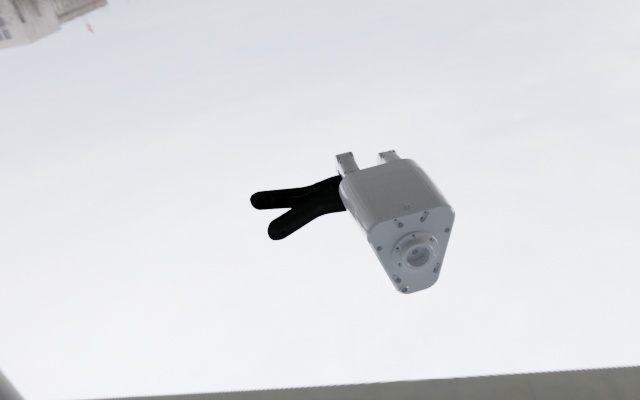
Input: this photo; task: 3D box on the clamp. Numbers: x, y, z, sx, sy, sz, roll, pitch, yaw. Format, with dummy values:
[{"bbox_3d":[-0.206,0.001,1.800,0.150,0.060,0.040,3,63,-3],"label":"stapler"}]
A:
[{"bbox_3d":[0.000,0.002,0.583,0.171,0.039,0.120,-15,29,-4],"label":"clamp"}]
